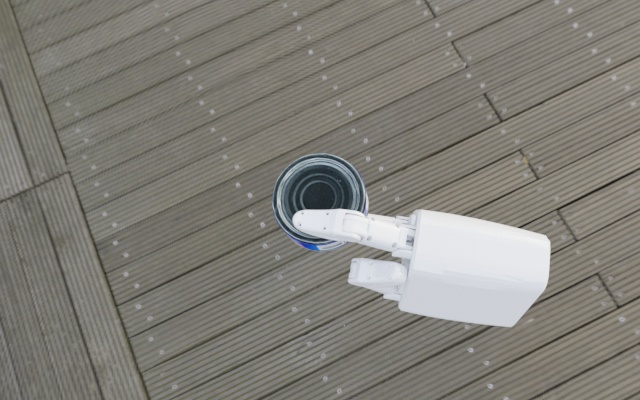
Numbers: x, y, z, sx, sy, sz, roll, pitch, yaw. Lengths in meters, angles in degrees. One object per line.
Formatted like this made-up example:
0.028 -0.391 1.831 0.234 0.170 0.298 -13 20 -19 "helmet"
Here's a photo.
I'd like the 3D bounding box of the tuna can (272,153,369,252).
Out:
0.000 0.001 0.432 0.086 0.086 0.034 0 -15 9 "tuna can"
